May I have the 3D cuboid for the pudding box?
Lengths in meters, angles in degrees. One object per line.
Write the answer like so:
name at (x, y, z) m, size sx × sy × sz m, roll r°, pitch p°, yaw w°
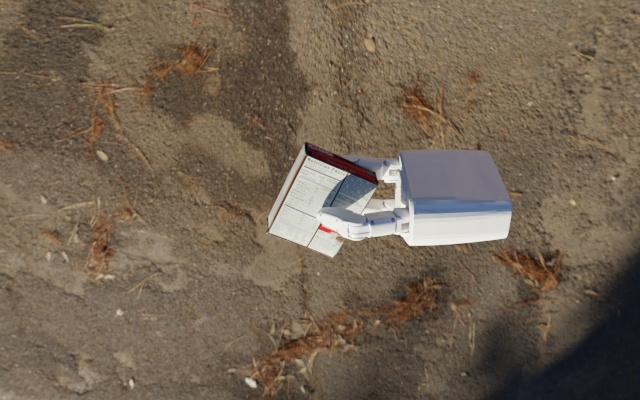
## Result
pudding box at (0.000, 0.002, 0.541) m, size 0.090 × 0.113 × 0.039 m, roll 23°, pitch 24°, yaw -13°
